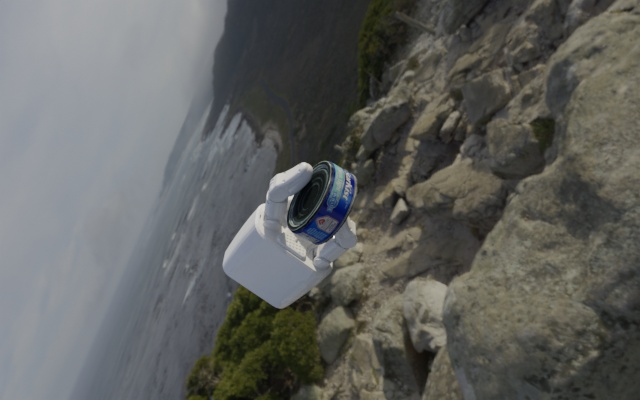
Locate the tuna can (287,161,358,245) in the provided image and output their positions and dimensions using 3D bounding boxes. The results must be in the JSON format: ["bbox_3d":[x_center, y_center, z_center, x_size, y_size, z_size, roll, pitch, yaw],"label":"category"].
[{"bbox_3d":[0.000,0.001,0.507,0.034,0.086,0.086,29,-12,-22],"label":"tuna can"}]
